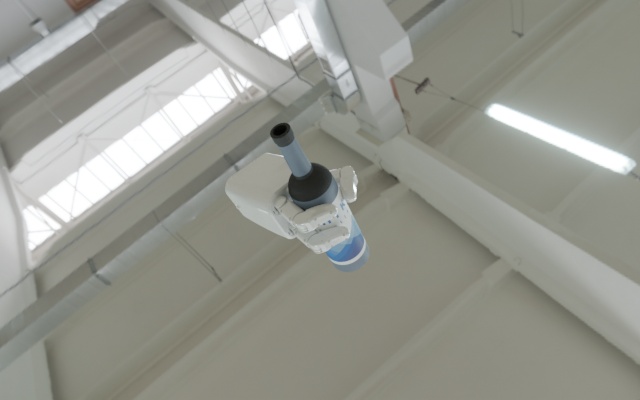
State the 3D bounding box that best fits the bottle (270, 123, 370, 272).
[{"bbox_3d":[0.000,0.002,0.694,0.069,0.069,0.296,0,-37,25],"label":"bottle"}]
